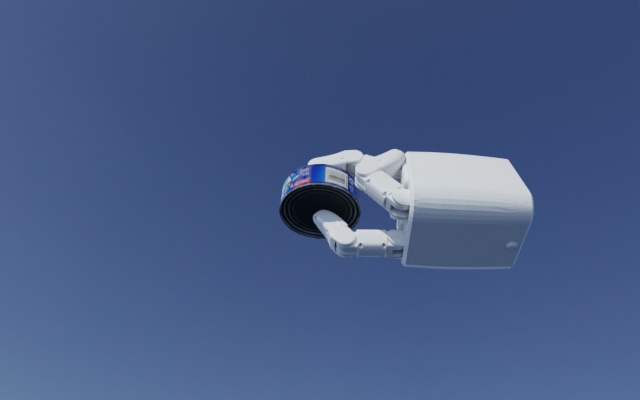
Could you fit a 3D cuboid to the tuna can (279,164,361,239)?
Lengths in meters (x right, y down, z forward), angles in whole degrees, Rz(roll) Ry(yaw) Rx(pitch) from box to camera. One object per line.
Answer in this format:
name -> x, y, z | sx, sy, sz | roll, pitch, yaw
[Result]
tuna can -> 0.000, 0.001, 0.512 | 0.086, 0.033, 0.086 | 2, -43, 2
